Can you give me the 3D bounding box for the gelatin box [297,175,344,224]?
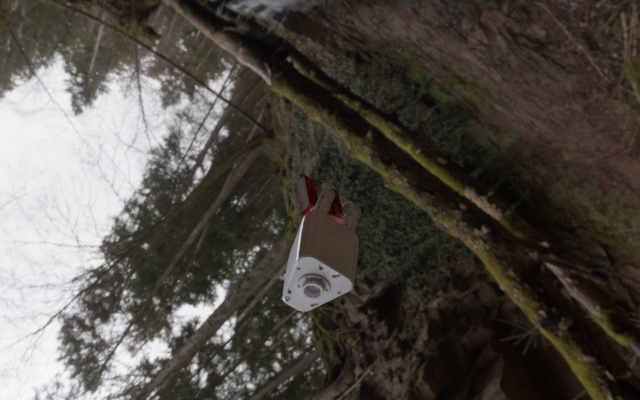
[{"bbox_3d":[0.000,0.003,0.829,0.073,0.030,0.089,25,29,-25],"label":"gelatin box"}]
